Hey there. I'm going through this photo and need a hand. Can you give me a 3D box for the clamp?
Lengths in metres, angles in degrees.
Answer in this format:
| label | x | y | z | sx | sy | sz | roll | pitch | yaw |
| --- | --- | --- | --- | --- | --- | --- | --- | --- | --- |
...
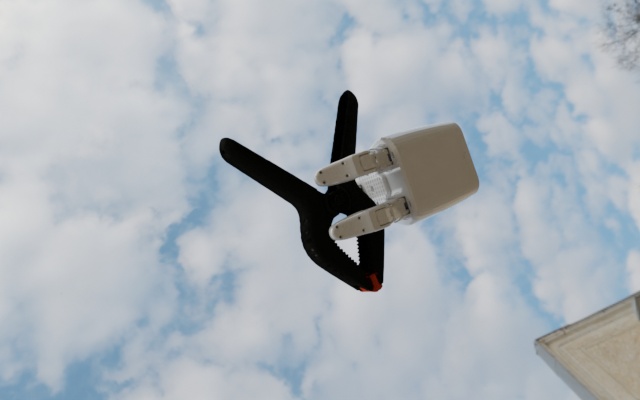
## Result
| label | x | y | z | sx | sy | sz | roll | pitch | yaw |
| --- | --- | --- | --- | --- | --- | --- | --- | --- | --- |
| clamp | 0.000 | 0.002 | 0.486 | 0.164 | 0.210 | 0.036 | -19 | 0 | -27 |
